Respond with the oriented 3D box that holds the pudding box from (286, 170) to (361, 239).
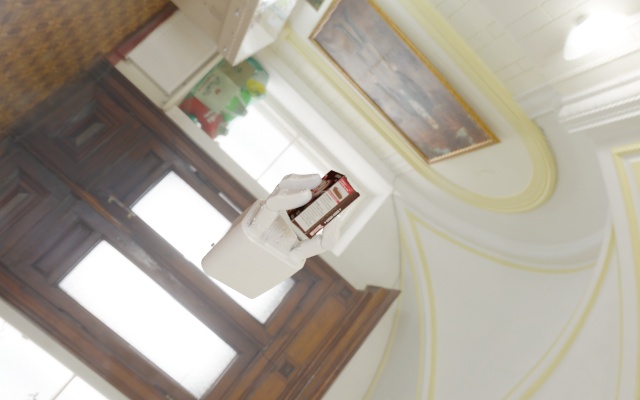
[{"bbox_3d":[0.000,0.002,0.645,0.090,0.039,0.113,-42,12,-1],"label":"pudding box"}]
